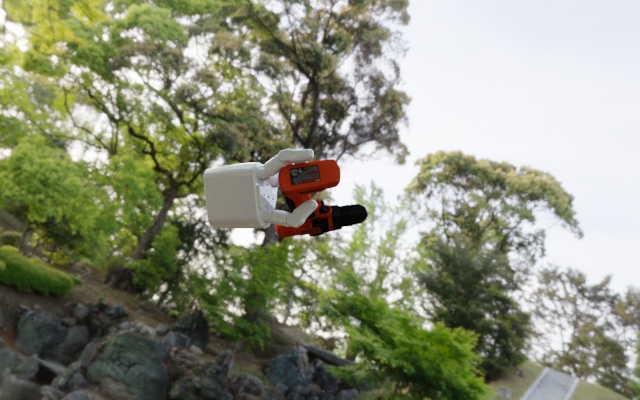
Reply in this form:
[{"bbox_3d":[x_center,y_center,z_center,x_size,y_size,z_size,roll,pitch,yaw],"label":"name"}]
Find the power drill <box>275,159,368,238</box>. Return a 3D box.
[{"bbox_3d":[0.000,0.003,0.880,0.184,0.057,0.188,-11,-33,-4],"label":"power drill"}]
